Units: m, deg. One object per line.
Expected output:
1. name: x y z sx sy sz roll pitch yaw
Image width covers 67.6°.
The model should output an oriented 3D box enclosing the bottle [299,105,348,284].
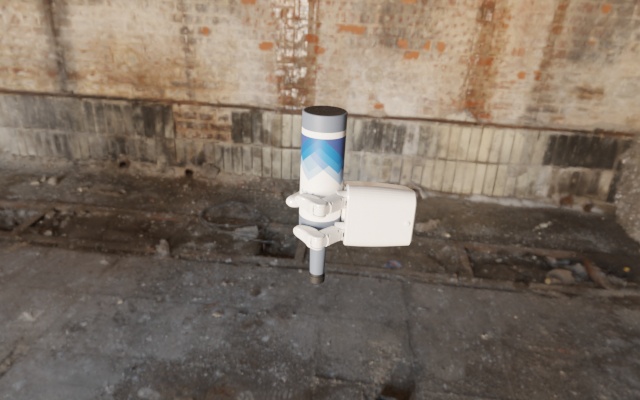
1. bottle: 0.000 0.002 0.759 0.069 0.296 0.069 2 25 -1
